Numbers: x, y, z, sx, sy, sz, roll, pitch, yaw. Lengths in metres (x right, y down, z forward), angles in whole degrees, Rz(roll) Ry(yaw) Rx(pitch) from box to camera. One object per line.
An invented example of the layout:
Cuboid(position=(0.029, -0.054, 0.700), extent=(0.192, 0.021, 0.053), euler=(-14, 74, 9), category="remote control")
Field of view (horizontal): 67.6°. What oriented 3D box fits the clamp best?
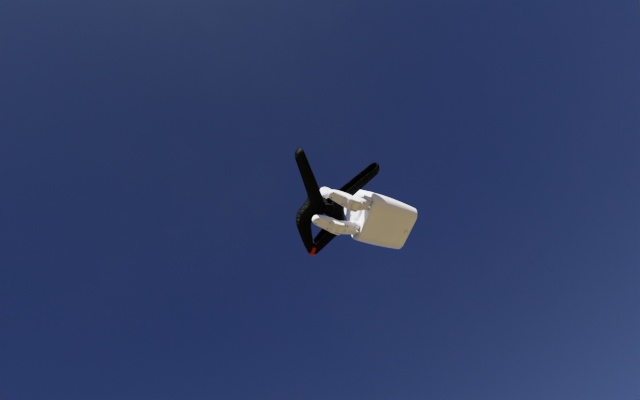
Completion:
Cuboid(position=(0.000, 0.003, 0.891), extent=(0.164, 0.210, 0.036), euler=(17, 18, -22), category="clamp")
